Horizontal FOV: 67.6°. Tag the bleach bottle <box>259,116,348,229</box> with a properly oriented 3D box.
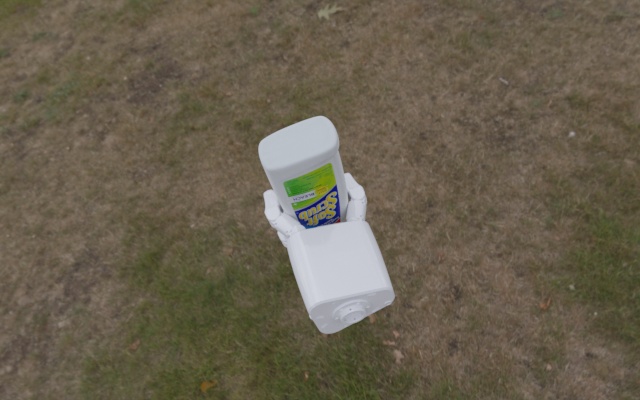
[{"bbox_3d":[0.000,0.002,0.671,0.102,0.068,0.251,-21,-39,2],"label":"bleach bottle"}]
